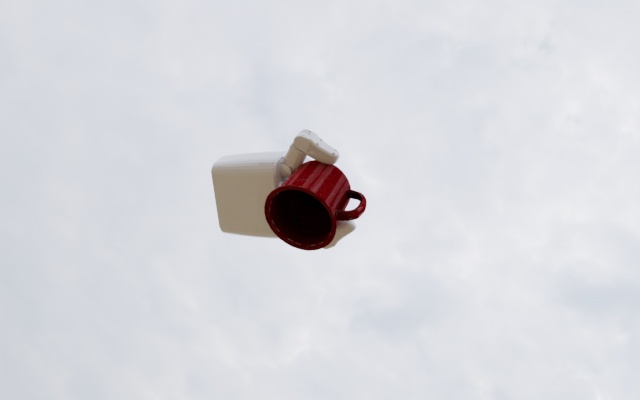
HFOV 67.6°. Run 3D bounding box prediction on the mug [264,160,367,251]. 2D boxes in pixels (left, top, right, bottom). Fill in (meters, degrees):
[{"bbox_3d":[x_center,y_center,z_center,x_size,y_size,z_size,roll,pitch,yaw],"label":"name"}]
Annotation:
[{"bbox_3d":[0.001,0.002,0.590,0.117,0.093,0.081,2,32,24],"label":"mug"}]
